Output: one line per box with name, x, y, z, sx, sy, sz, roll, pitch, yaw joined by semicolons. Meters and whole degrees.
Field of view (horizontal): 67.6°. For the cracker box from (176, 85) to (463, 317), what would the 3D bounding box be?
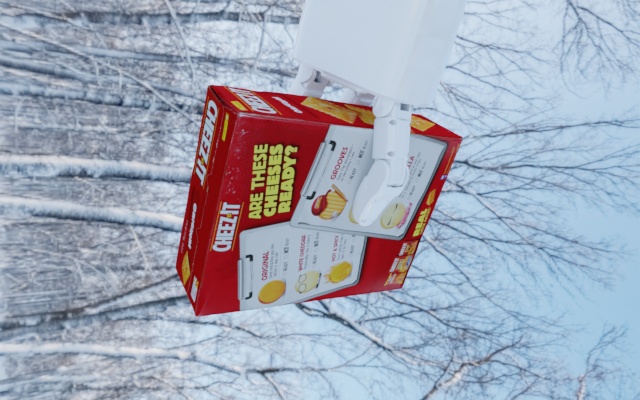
cracker box;0.000;0.001;0.406;0.214;0.164;0.072;0;28;-34
